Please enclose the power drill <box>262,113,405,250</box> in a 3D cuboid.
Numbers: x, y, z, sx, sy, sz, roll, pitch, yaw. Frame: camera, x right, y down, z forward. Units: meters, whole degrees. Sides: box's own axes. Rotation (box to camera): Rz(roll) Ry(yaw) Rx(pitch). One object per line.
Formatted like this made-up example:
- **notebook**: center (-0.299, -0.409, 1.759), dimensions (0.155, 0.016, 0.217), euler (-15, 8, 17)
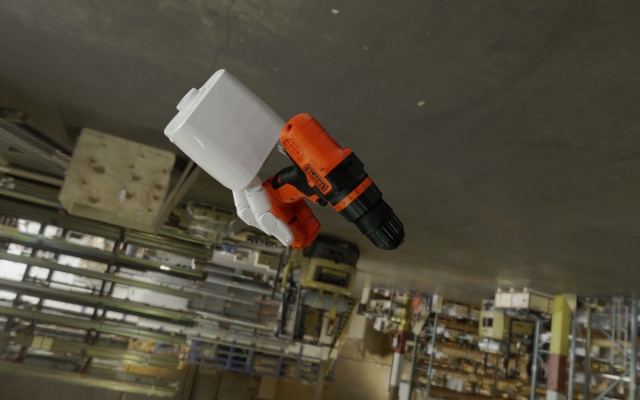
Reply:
- **power drill**: center (0.000, 0.002, 0.589), dimensions (0.057, 0.184, 0.188), euler (-41, 2, -32)
